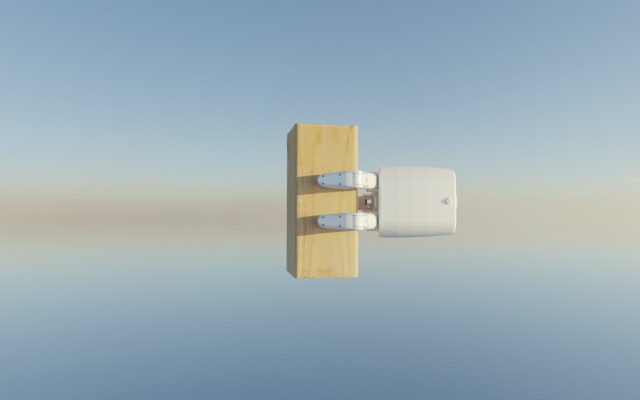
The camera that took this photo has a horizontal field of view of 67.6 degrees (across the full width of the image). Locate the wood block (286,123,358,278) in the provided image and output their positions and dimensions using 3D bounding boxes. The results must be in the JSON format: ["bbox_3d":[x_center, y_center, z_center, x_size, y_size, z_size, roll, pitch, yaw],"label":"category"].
[{"bbox_3d":[0.000,0.002,0.683,0.090,0.206,0.091,1,-2,-10],"label":"wood block"}]
